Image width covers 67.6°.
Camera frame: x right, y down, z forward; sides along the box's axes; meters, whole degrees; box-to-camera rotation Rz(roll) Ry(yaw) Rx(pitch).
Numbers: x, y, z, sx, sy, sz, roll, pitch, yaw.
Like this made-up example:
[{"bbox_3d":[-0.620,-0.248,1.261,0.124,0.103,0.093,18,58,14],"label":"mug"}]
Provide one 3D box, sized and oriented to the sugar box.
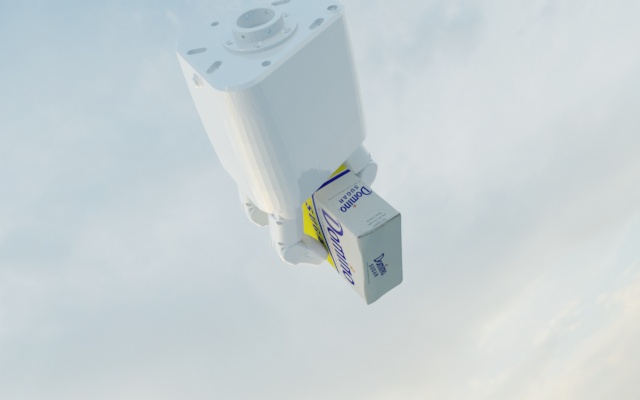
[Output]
[{"bbox_3d":[0.000,0.001,0.425,0.048,0.093,0.176,-29,48,-16],"label":"sugar box"}]
